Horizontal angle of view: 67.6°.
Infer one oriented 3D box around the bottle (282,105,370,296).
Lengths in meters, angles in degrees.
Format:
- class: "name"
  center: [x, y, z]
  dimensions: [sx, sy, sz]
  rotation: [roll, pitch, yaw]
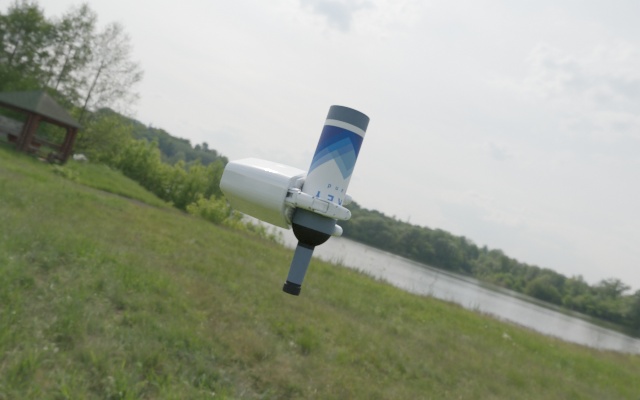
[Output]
- class: "bottle"
  center: [0.000, 0.002, 0.740]
  dimensions: [0.069, 0.295, 0.069]
  rotation: [18, -3, 1]
